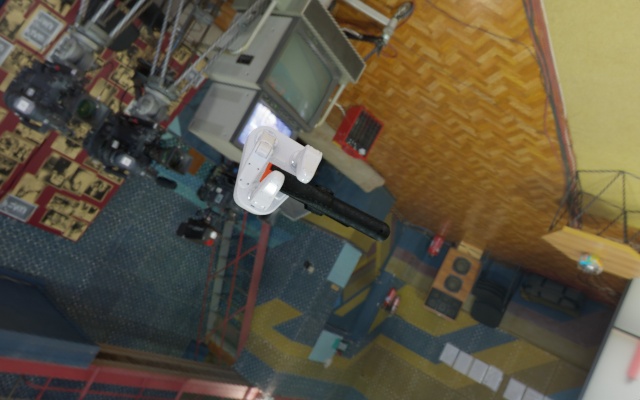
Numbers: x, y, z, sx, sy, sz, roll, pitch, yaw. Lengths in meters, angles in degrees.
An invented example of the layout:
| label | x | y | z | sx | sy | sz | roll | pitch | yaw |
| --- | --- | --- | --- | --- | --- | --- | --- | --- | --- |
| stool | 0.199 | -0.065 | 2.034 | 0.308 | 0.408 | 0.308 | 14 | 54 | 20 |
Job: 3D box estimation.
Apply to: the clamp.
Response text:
| label | x | y | z | sx | sy | sz | roll | pitch | yaw |
| --- | --- | --- | --- | --- | --- | --- | --- | --- | --- |
| clamp | 0.000 | 0.003 | 0.623 | 0.171 | 0.039 | 0.120 | 30 | -9 | -12 |
